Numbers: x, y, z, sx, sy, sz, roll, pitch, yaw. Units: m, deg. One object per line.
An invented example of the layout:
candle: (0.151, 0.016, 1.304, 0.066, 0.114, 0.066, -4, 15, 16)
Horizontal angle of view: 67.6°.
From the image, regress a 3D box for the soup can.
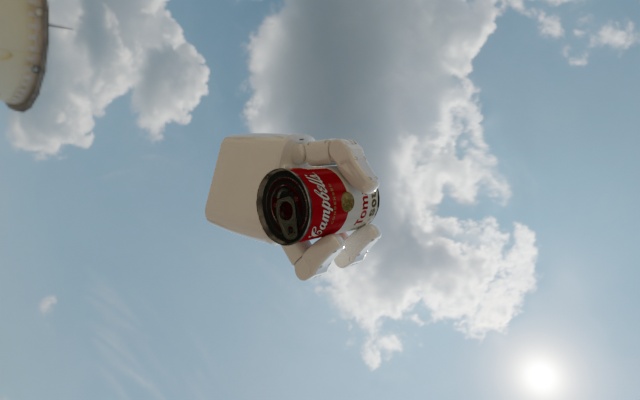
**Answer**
soup can: (0.001, 0.001, 0.451, 0.068, 0.068, 0.102, 0, 5, 42)
